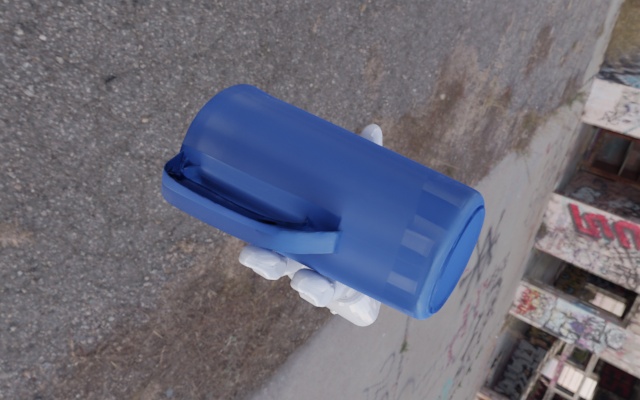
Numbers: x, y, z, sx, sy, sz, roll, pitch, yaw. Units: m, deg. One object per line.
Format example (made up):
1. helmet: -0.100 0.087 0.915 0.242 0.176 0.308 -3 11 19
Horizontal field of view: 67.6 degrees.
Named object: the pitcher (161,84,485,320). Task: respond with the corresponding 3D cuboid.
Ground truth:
1. pitcher: 0.000 0.001 0.402 0.243 0.149 0.145 26 -20 26
